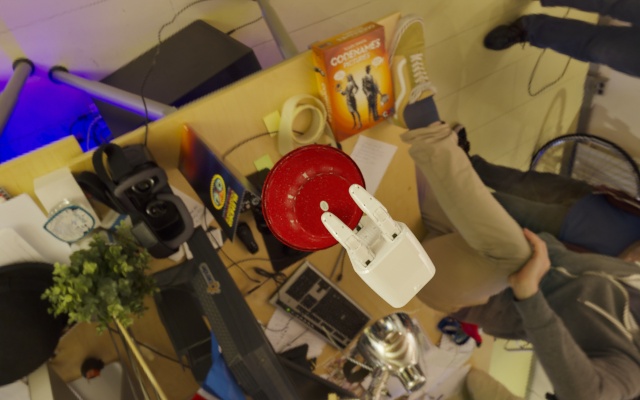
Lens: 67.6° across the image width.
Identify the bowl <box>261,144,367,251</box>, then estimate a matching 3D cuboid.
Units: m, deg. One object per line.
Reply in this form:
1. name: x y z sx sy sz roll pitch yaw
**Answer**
1. bowl: -0.001 0.002 0.680 0.162 0.162 0.055 0 11 -17
